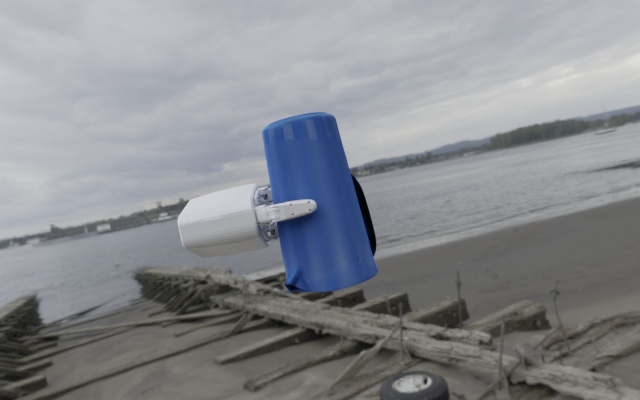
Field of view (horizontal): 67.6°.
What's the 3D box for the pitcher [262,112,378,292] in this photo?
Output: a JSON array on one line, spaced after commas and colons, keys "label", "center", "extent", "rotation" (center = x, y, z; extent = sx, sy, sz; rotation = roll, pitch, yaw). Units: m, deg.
[{"label": "pitcher", "center": [0.000, 0.002, 0.691], "extent": [0.145, 0.243, 0.149], "rotation": [-12, 2, 1]}]
